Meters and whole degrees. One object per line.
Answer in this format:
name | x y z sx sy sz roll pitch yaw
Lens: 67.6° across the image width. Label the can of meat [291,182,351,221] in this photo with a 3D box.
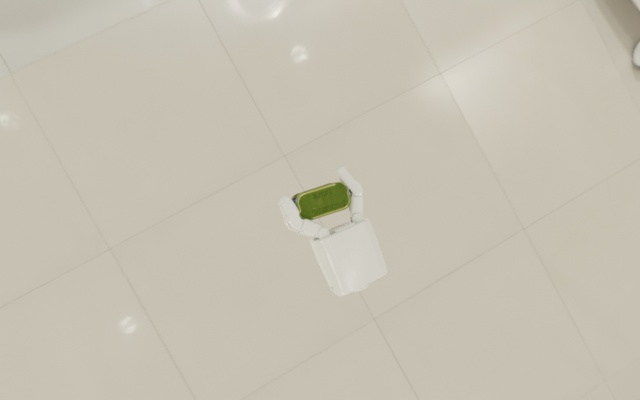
can of meat | 0.000 0.003 0.868 0.102 0.057 0.084 -18 1 -8
